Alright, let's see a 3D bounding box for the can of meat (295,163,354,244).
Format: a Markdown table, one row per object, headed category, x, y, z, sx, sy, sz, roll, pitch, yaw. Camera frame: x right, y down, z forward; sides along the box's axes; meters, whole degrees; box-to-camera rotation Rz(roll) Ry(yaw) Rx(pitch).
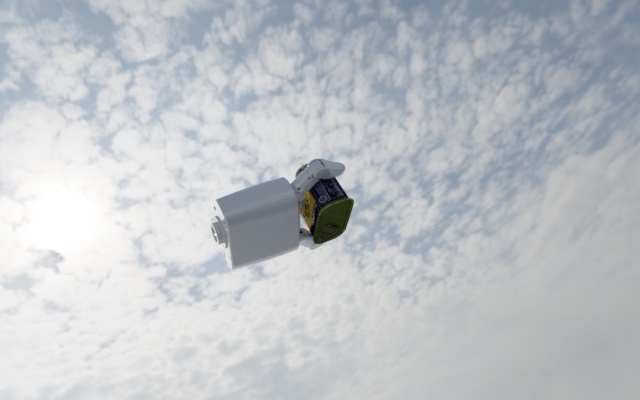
| category | x | y | z | sx | sy | sz | roll | pitch | yaw |
| --- | --- | --- | --- | --- | --- | --- | --- | --- | --- |
| can of meat | 0.000 | 0.002 | 0.720 | 0.057 | 0.084 | 0.102 | -19 | -32 | -22 |
